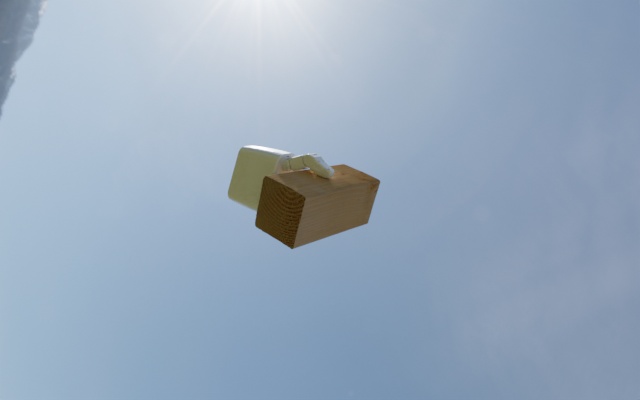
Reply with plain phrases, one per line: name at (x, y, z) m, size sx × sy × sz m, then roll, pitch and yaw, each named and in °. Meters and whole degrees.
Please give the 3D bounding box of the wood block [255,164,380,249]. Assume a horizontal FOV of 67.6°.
wood block at (0.000, 0.002, 0.805) m, size 0.090 × 0.091 × 0.206 m, roll 28°, pitch 25°, yaw 32°
